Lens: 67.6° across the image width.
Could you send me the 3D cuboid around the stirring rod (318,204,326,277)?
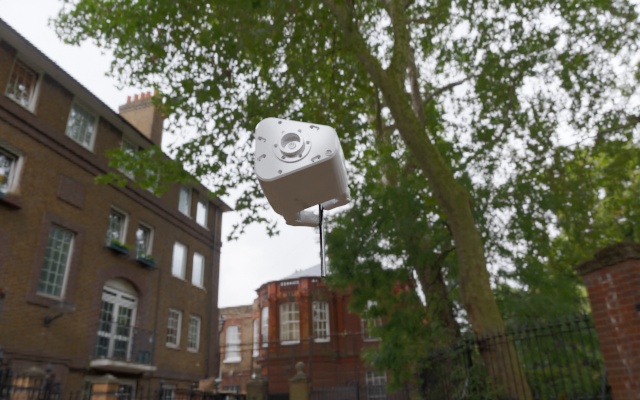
[{"bbox_3d":[0.000,0.003,0.749,0.011,0.239,0.011,-2,-24,-1],"label":"stirring rod"}]
